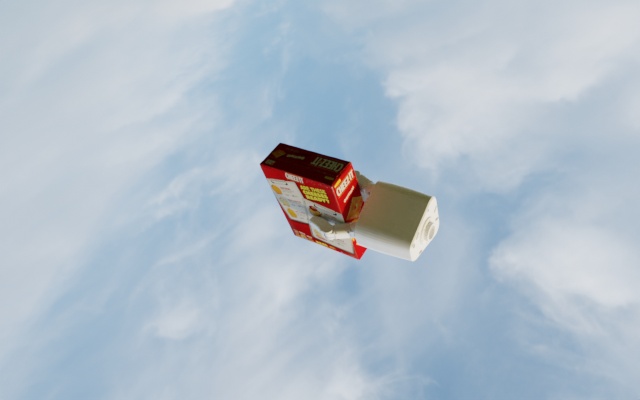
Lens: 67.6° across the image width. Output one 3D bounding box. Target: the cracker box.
[{"bbox_3d":[0.000,0.003,0.894,0.164,0.072,0.214,18,-33,32],"label":"cracker box"}]
